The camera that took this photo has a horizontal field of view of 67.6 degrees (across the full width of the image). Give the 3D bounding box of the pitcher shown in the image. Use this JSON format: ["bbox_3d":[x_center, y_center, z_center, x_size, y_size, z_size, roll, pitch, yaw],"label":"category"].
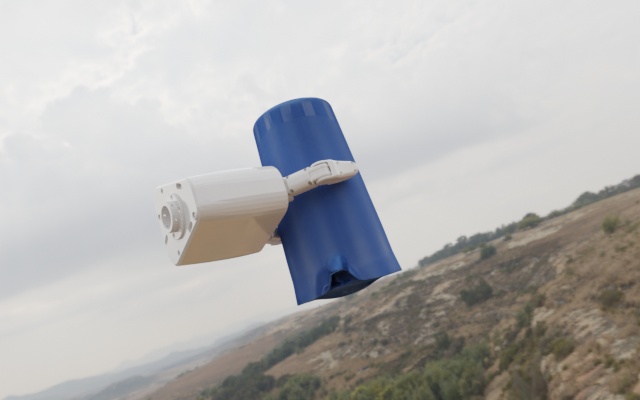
[{"bbox_3d":[0.000,0.002,0.609,0.145,0.242,0.149,-9,-15,-38],"label":"pitcher"}]
